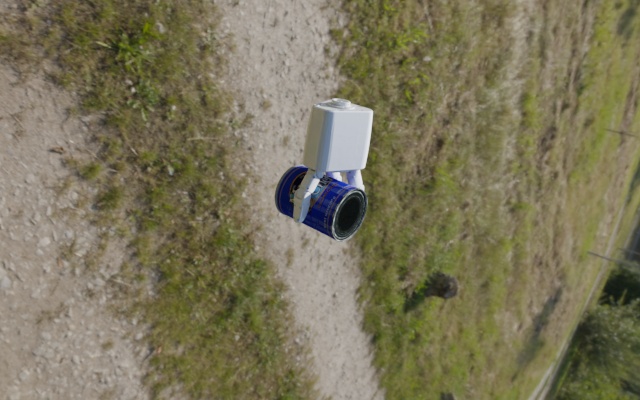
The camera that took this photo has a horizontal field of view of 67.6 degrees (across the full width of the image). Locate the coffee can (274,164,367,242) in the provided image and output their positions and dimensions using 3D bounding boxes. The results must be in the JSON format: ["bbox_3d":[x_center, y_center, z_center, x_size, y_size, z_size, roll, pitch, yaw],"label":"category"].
[{"bbox_3d":[0.000,0.003,0.882,0.140,0.103,0.103,24,14,34],"label":"coffee can"}]
